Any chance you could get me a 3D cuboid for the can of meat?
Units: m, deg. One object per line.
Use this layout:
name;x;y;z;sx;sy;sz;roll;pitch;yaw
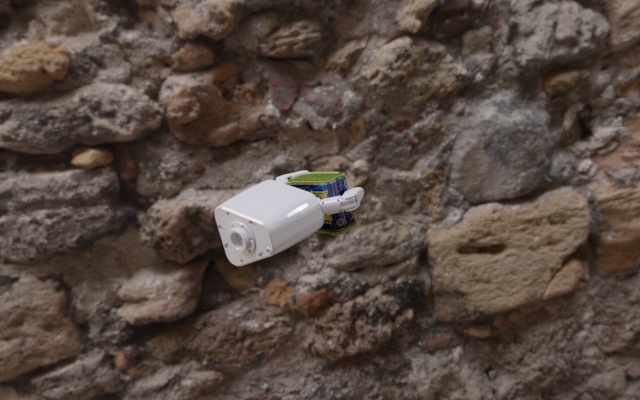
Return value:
can of meat;0.000;0.002;0.742;0.102;0.084;0.057;2;22;41
